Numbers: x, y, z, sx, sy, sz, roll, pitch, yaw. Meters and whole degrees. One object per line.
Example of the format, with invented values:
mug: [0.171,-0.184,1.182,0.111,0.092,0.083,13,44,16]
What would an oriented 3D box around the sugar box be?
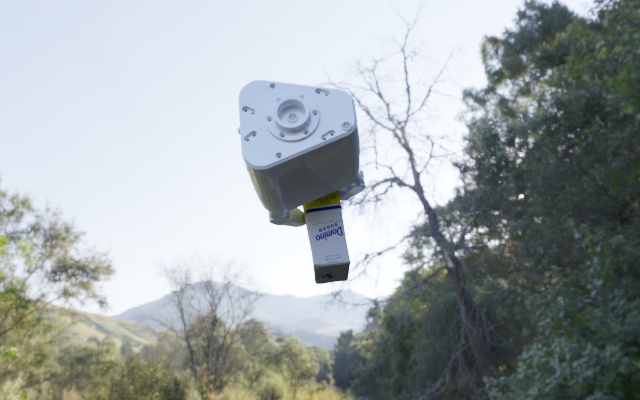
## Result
sugar box: [0.000,0.002,0.559,0.048,0.176,0.093,-6,-21,-1]
